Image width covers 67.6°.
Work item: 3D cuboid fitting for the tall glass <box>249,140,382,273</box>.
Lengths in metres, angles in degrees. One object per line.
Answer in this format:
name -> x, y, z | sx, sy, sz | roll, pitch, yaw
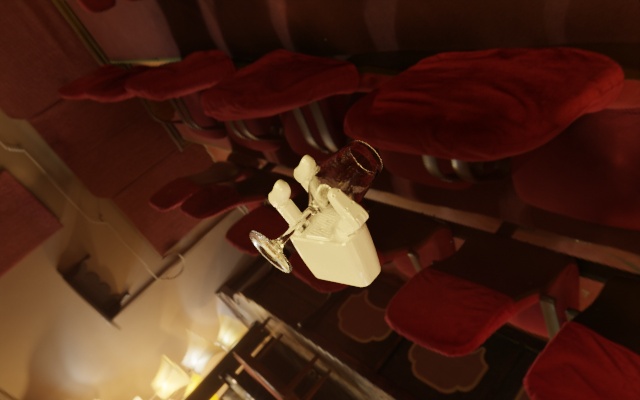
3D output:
tall glass -> 0.000, 0.002, 0.651 | 0.201, 0.079, 0.079 | -45, 21, -22
